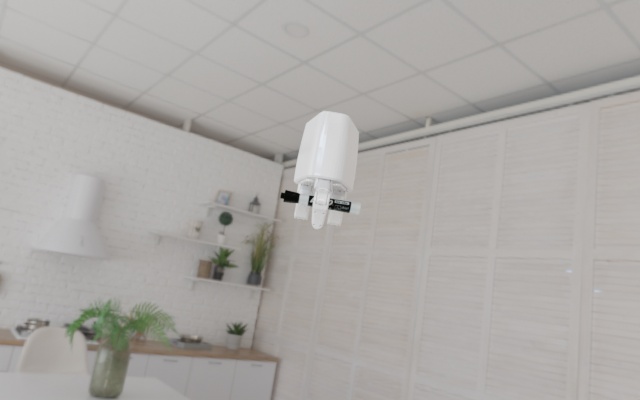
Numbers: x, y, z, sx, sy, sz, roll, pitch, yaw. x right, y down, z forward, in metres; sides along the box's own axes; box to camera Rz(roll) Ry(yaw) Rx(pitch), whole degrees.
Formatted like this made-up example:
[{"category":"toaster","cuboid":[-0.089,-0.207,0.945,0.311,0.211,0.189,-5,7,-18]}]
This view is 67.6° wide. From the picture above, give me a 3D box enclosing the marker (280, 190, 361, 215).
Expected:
[{"category":"marker","cuboid":[0.000,0.002,0.716,0.121,0.020,0.020,10,0,-1]}]
